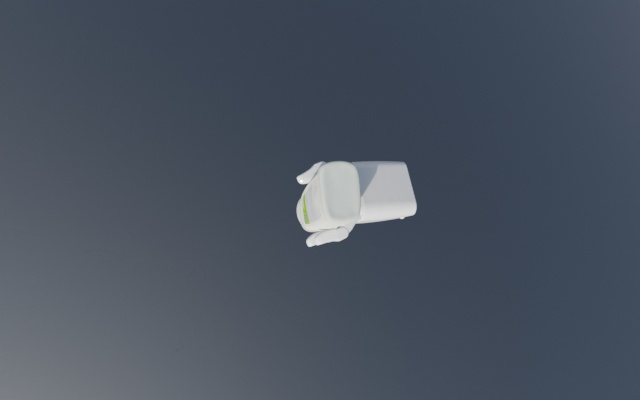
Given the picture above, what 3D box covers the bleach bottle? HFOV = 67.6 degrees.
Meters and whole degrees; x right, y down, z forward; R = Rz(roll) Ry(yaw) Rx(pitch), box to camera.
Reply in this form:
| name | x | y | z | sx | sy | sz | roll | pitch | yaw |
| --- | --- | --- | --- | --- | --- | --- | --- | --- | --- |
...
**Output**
| name | x | y | z | sx | sy | sz | roll | pitch | yaw |
| --- | --- | --- | --- | --- | --- | --- | --- | --- | --- |
| bleach bottle | 0.000 | 0.003 | 0.862 | 0.068 | 0.102 | 0.251 | -3 | -6 | -15 |
